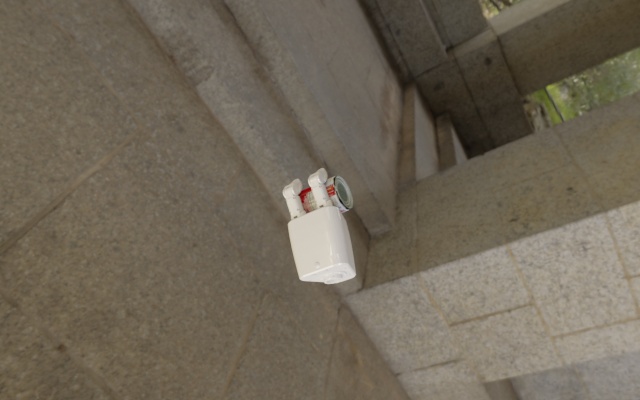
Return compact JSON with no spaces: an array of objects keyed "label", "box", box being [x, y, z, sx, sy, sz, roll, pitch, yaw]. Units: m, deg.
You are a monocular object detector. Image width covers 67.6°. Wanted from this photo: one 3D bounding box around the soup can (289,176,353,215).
[{"label":"soup can","box":[0.000,0.002,0.880,0.102,0.068,0.068,-23,-10,23]}]
